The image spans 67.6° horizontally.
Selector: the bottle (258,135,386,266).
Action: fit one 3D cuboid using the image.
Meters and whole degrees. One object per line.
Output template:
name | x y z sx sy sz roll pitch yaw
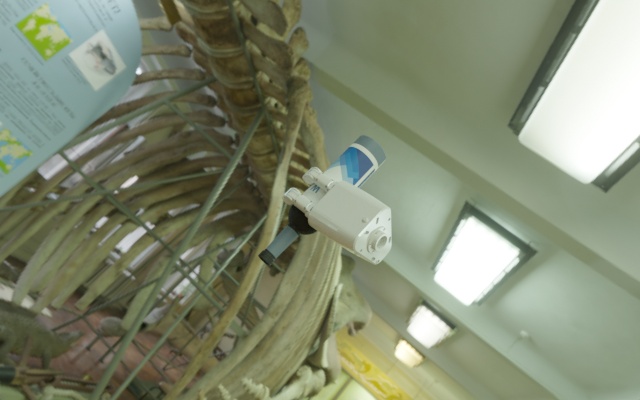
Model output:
bottle | 0.000 0.003 0.864 0.295 0.069 0.069 -46 16 -16
